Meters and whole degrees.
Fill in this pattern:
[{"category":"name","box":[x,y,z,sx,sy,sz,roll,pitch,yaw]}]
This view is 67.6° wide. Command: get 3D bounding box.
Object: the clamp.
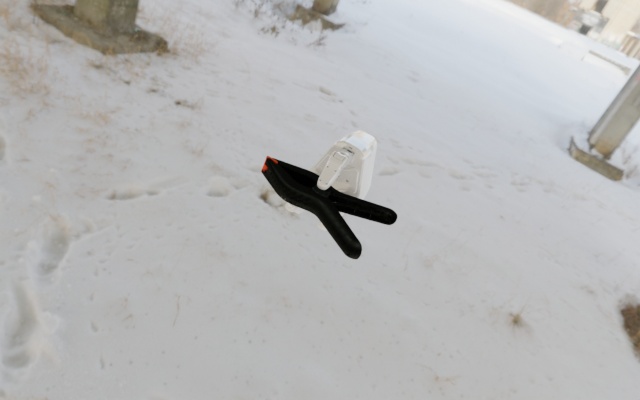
[{"category":"clamp","box":[0.000,0.001,0.673,0.210,0.036,0.164,29,25,9]}]
